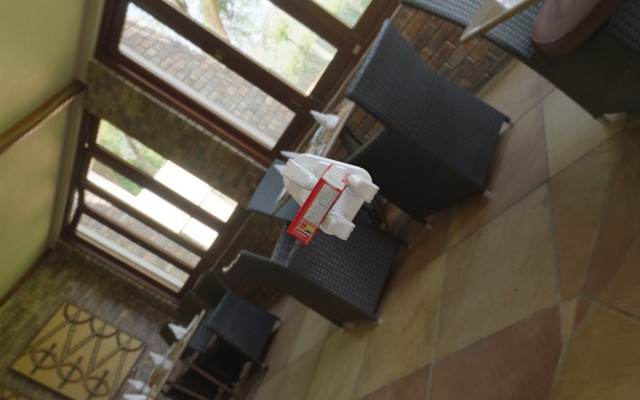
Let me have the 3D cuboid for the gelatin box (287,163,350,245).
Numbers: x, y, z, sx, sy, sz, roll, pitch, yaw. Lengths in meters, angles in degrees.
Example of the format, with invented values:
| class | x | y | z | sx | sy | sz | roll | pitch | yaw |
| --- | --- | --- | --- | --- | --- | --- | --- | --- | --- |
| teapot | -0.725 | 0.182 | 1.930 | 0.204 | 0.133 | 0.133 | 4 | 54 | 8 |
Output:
| class | x | y | z | sx | sy | sz | roll | pitch | yaw |
| --- | --- | --- | --- | --- | --- | --- | --- | --- | --- |
| gelatin box | 0.000 | 0.002 | 0.538 | 0.030 | 0.073 | 0.089 | 33 | 17 | 0 |
